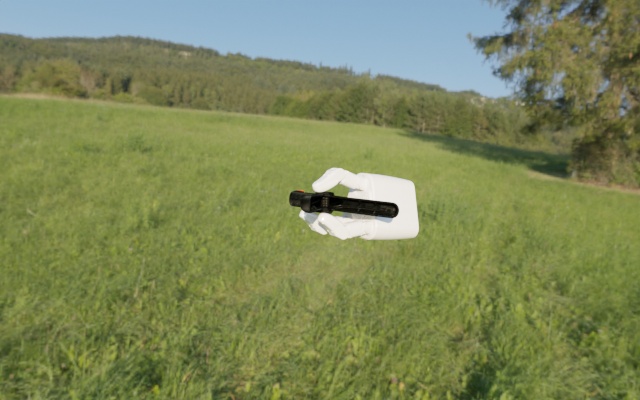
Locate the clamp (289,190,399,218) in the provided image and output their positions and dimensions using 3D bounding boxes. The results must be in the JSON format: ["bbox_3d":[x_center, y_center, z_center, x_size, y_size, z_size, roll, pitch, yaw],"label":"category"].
[{"bbox_3d":[0.000,0.002,0.776,0.164,0.036,0.210,5,2,-34],"label":"clamp"}]
